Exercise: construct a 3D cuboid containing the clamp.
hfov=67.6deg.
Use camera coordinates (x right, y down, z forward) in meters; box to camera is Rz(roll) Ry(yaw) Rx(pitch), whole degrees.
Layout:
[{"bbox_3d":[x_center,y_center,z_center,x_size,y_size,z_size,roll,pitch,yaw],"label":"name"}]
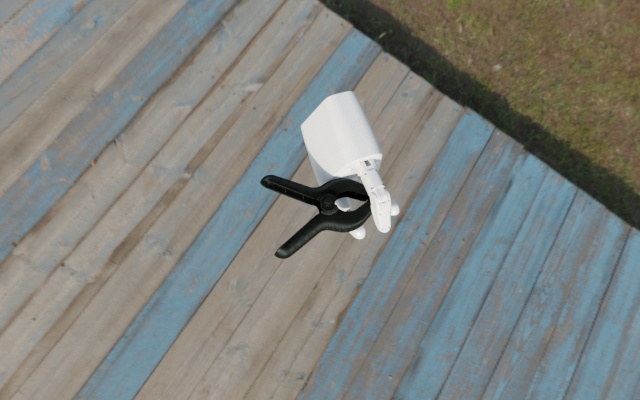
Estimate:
[{"bbox_3d":[0.000,0.002,0.665,0.171,0.120,0.039,-17,-13,-17],"label":"clamp"}]
